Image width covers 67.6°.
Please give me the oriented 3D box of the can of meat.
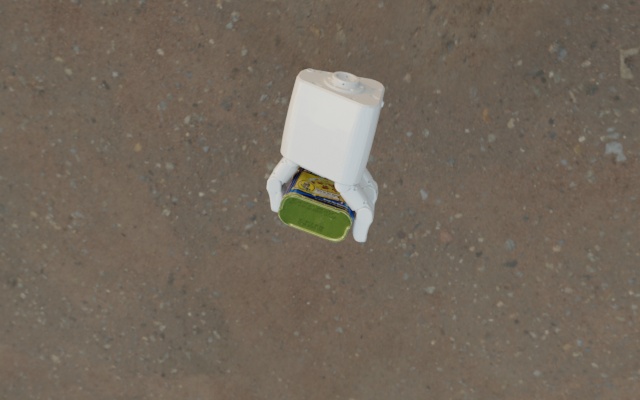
[{"bbox_3d":[0.000,0.002,0.648,0.102,0.057,0.084,19,34,1],"label":"can of meat"}]
